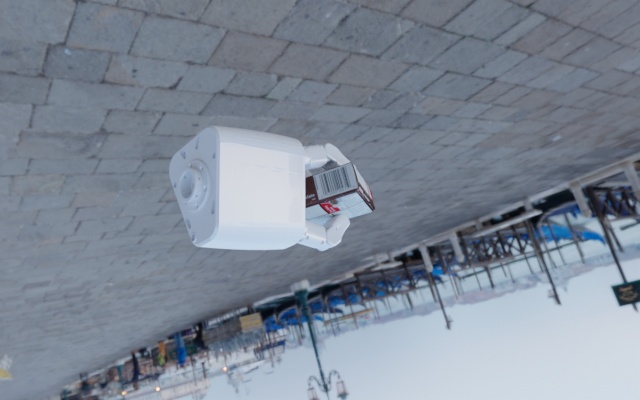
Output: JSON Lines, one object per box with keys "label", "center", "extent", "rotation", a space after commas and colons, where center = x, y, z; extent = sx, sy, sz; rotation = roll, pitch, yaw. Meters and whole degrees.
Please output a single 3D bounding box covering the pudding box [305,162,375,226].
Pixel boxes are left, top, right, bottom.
{"label": "pudding box", "center": [0.000, 0.002, 0.568], "extent": [0.113, 0.039, 0.090], "rotation": [-16, -20, 13]}
